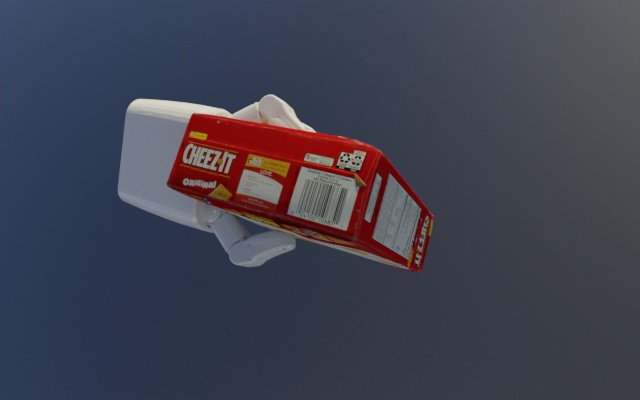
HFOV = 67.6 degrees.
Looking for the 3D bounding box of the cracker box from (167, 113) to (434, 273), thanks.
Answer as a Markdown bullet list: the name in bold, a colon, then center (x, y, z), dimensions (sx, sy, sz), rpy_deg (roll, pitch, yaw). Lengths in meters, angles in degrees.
- **cracker box**: center (0.000, 0.002, 0.429), dimensions (0.164, 0.072, 0.214), rpy_deg (14, -8, 25)
